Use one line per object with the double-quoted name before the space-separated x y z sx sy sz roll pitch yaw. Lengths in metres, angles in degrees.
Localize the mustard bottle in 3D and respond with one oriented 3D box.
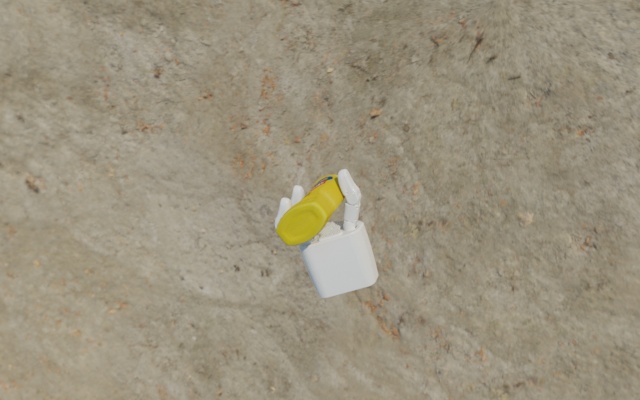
"mustard bottle" 0.000 0.002 0.807 0.096 0.058 0.191 -39 5 29
